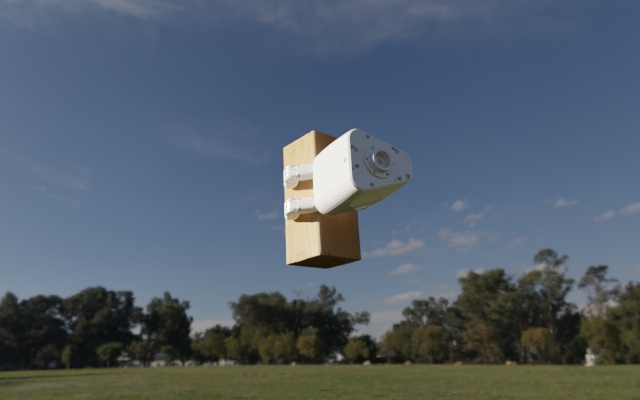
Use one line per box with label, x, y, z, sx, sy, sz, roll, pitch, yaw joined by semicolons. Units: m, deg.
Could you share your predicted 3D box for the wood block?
wood block;0.001;0.002;0.798;0.091;0.206;0.090;12;-24;-38
